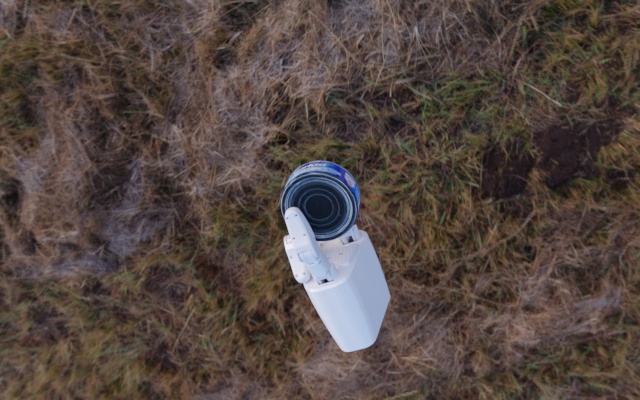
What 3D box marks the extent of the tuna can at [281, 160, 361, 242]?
[{"bbox_3d":[0.000,0.002,0.524,0.086,0.086,0.033,0,26,9],"label":"tuna can"}]
